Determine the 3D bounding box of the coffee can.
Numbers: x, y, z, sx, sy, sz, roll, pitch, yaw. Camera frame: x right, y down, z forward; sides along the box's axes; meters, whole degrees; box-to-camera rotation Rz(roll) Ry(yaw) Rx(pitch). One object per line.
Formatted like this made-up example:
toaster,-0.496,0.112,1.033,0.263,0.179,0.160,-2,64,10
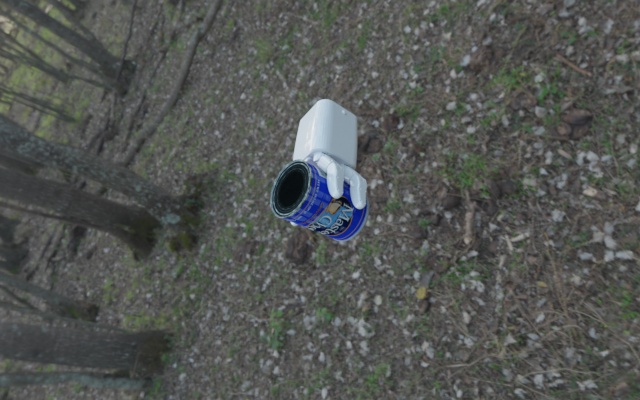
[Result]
coffee can,0.000,0.003,0.819,0.140,0.102,0.103,24,-16,-38
